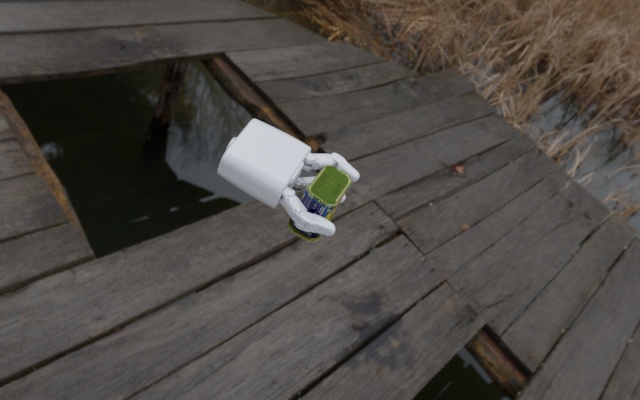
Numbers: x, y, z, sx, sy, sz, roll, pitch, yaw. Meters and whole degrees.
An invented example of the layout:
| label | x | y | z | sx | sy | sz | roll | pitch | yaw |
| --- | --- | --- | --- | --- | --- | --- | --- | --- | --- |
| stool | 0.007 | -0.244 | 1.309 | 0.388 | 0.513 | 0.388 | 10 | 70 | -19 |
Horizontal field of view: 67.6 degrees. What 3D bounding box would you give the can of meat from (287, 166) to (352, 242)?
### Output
| label | x | y | z | sx | sy | sz | roll | pitch | yaw |
| --- | --- | --- | --- | --- | --- | --- | --- | --- | --- |
| can of meat | 0.000 | 0.002 | 0.758 | 0.057 | 0.084 | 0.102 | 31 | 39 | 4 |
